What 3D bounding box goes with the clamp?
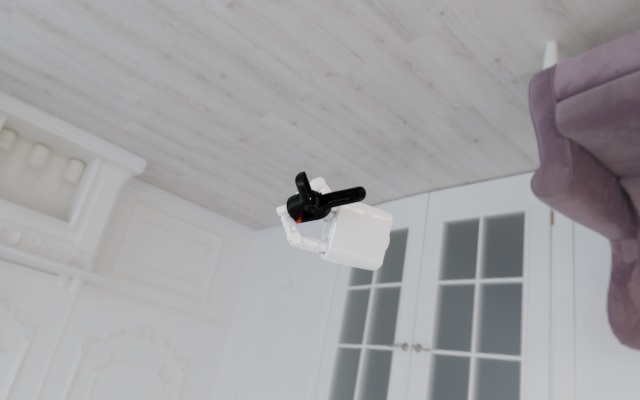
[{"bbox_3d":[0.000,0.003,0.816,0.120,0.039,0.171,15,-23,-10],"label":"clamp"}]
